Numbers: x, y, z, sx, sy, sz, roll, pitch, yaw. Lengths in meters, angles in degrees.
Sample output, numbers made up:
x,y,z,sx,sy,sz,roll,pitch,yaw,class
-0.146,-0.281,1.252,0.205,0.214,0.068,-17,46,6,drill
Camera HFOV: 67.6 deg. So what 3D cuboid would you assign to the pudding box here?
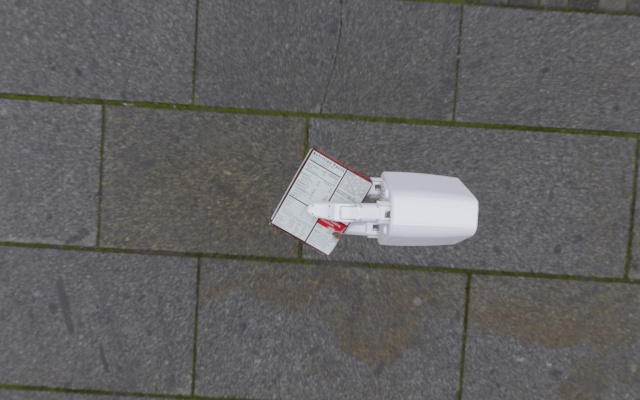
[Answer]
x,y,z,sx,sy,sz,roll,pitch,yaw,class
0.000,0.002,0.605,0.090,0.113,0.039,30,2,-4,pudding box
